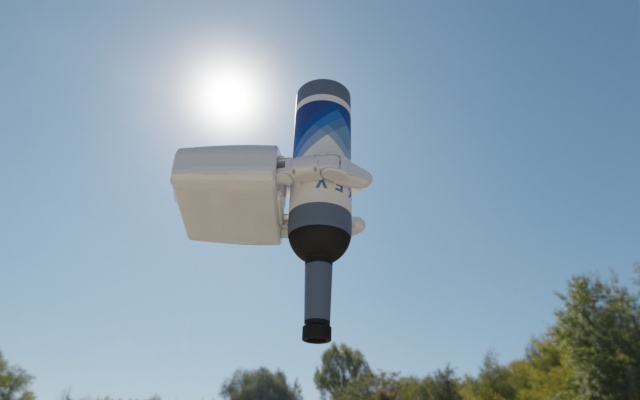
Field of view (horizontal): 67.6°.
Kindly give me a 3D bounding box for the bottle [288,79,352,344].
[{"bbox_3d":[0.000,0.001,0.512,0.069,0.295,0.069,1,-30,1],"label":"bottle"}]
